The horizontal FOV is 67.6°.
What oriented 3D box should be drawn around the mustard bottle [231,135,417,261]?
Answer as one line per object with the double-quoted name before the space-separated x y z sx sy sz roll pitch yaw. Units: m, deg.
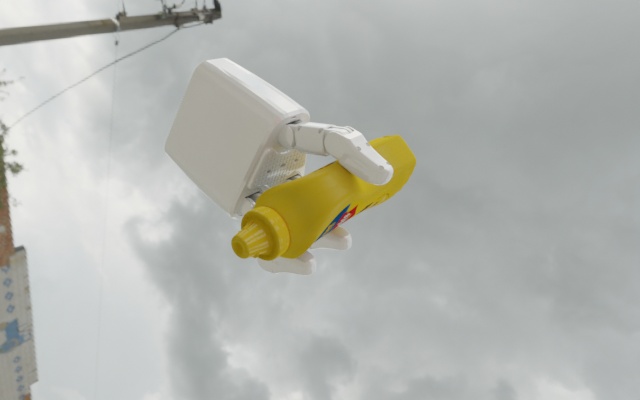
"mustard bottle" 0.000 0.002 0.410 0.191 0.058 0.096 -28 -6 -45
